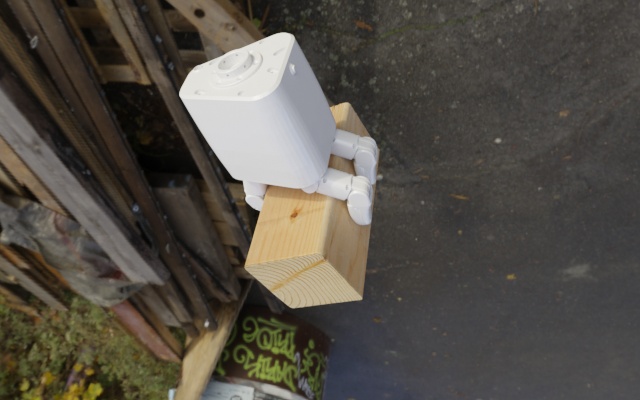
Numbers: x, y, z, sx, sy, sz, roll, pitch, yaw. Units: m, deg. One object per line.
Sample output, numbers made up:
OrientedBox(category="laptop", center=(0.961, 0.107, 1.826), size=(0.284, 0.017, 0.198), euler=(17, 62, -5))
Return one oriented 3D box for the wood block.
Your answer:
OrientedBox(category="wood block", center=(0.000, 0.002, 0.529), size=(0.091, 0.206, 0.090), euler=(-14, -44, 29))
